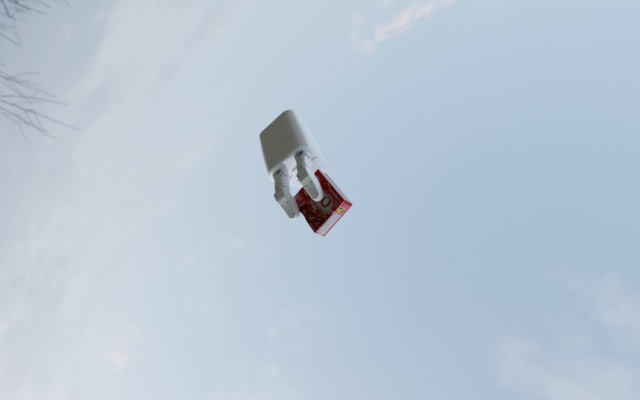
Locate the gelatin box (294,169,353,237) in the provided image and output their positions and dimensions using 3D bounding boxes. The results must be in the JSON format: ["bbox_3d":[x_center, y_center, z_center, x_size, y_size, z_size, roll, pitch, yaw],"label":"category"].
[{"bbox_3d":[0.001,0.003,0.783,0.030,0.073,0.089,26,20,-49],"label":"gelatin box"}]
